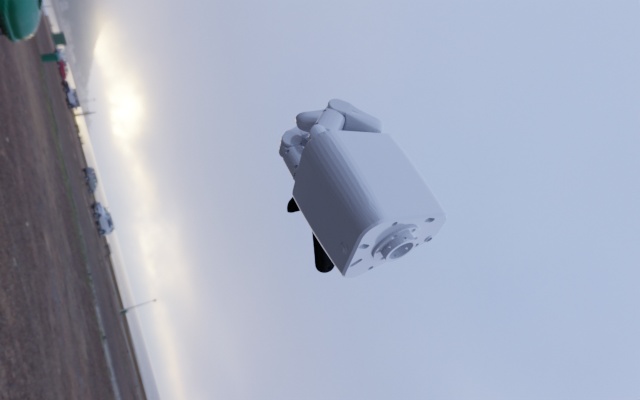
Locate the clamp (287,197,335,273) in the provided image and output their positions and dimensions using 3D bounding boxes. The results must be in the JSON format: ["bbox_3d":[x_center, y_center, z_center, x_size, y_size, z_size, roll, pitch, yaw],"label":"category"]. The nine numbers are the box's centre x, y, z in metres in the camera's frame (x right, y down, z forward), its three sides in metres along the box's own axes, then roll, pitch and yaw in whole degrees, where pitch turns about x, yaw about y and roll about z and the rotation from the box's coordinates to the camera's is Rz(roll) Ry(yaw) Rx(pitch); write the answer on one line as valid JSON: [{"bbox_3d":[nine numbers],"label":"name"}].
[{"bbox_3d":[0.001,0.001,0.556,0.039,0.120,0.172,-17,-32,-24],"label":"clamp"}]
